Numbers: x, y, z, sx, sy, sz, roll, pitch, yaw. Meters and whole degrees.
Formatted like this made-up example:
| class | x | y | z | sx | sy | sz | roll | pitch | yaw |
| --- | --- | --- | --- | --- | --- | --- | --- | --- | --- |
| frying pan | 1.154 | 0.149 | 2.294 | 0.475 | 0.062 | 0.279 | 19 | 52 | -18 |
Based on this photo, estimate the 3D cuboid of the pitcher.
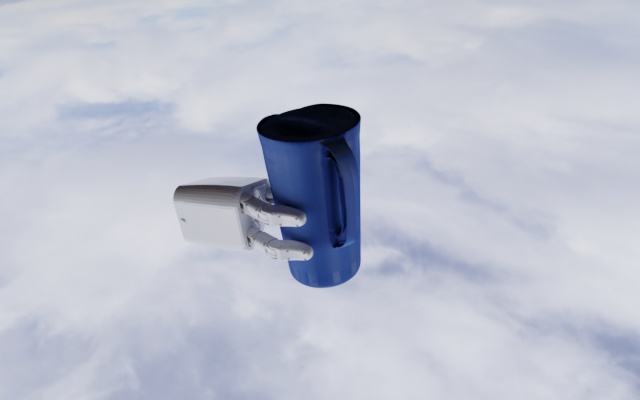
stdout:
| class | x | y | z | sx | sy | sz | roll | pitch | yaw |
| --- | --- | --- | --- | --- | --- | --- | --- | --- | --- |
| pitcher | 0.000 | 0.002 | 0.651 | 0.145 | 0.243 | 0.149 | 4 | 31 | 18 |
